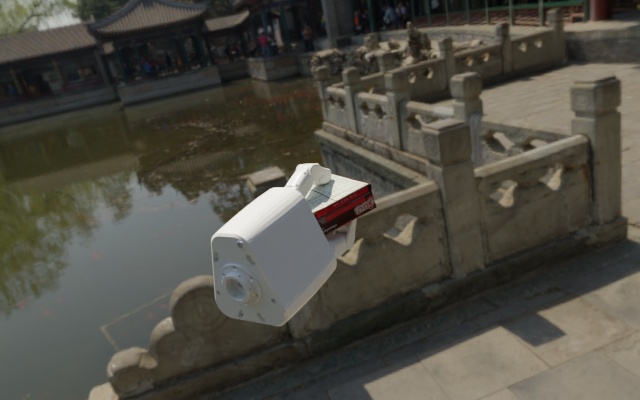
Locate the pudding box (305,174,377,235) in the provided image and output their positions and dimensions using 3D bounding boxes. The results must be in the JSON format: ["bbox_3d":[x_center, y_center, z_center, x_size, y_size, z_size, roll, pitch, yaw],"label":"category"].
[{"bbox_3d":[0.000,0.002,0.599,0.090,0.039,0.113,-26,26,-26],"label":"pudding box"}]
